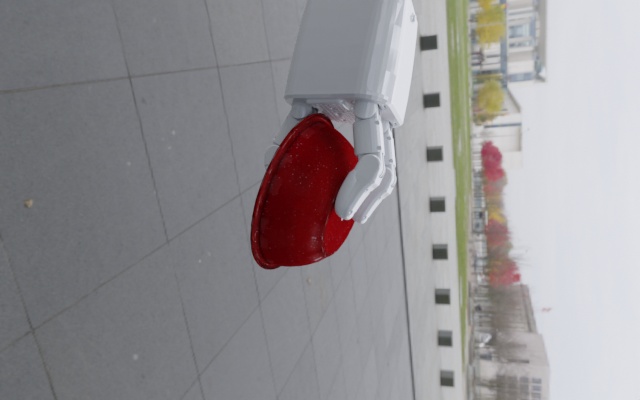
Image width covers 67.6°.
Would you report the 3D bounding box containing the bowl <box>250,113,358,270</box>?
[{"bbox_3d":[0.000,0.003,0.461,0.055,0.162,0.162,22,8,20],"label":"bowl"}]
